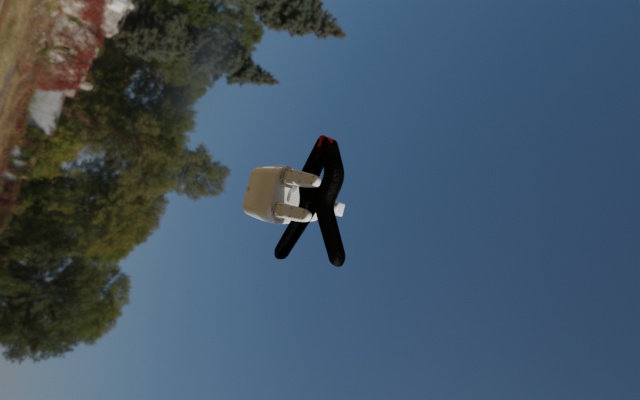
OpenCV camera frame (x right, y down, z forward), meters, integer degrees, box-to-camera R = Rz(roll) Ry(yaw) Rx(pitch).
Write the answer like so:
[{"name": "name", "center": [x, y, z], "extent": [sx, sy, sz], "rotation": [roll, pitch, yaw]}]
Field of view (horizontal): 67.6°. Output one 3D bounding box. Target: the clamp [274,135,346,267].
[{"name": "clamp", "center": [0.001, 0.002, 0.739], "extent": [0.036, 0.210, 0.164], "rotation": [17, -5, -37]}]
